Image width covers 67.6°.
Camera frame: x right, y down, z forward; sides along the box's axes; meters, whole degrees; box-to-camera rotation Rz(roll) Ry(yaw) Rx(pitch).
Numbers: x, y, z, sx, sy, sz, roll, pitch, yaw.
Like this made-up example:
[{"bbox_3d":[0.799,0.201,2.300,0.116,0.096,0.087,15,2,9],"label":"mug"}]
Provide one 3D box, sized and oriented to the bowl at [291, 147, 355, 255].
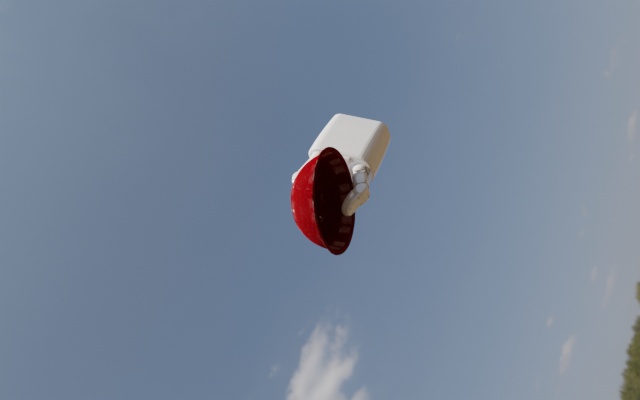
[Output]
[{"bbox_3d":[-0.001,0.003,0.718,0.055,0.162,0.162,-5,-2,24],"label":"bowl"}]
